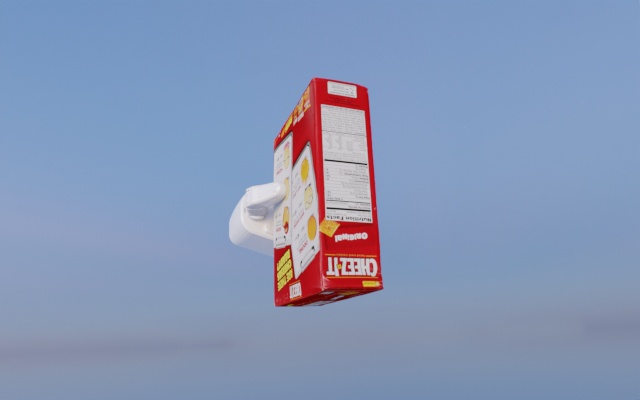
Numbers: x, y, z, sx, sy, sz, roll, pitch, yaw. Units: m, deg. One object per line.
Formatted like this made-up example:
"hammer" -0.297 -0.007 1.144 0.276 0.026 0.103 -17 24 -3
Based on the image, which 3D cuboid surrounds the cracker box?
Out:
"cracker box" 0.000 0.002 0.526 0.072 0.213 0.164 3 -18 -20
